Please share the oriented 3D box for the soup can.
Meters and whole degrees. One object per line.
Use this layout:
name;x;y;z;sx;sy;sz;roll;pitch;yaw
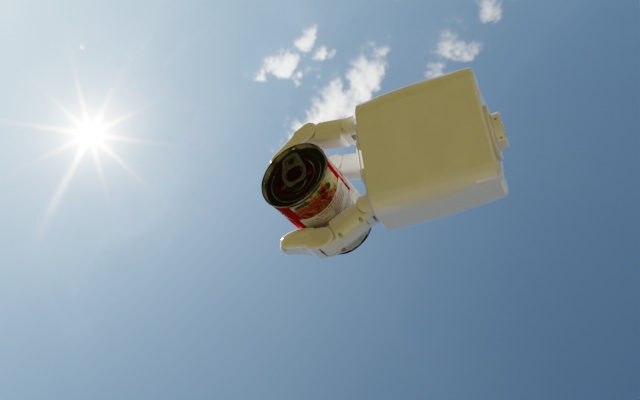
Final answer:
soup can;0.000;0.002;0.459;0.068;0.068;0.102;0;-30;34
